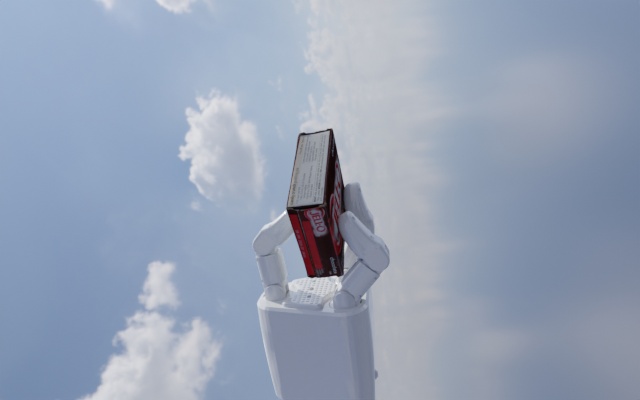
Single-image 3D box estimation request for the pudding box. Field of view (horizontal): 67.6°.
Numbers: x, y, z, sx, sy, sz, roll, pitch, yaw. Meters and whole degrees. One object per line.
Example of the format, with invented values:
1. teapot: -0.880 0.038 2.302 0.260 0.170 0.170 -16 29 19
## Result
1. pudding box: 0.000 0.002 0.445 0.039 0.090 0.113 -6 41 8
